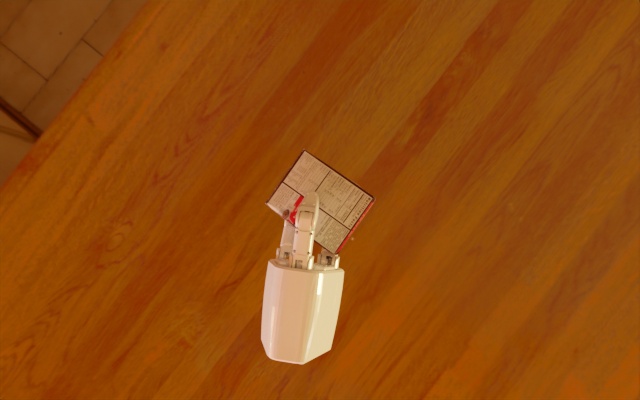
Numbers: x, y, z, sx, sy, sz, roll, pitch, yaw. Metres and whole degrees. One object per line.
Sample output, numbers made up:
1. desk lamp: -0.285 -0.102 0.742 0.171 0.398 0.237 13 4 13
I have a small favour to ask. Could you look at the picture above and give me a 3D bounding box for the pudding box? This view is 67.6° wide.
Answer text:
1. pudding box: 0.000 0.002 0.607 0.113 0.090 0.039 36 0 5
